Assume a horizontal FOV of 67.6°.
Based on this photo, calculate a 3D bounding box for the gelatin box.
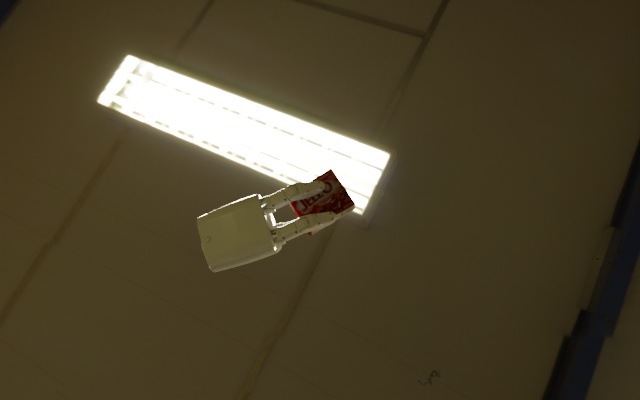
[{"bbox_3d":[0.000,0.002,0.763,0.089,0.073,0.030,-31,-18,-9],"label":"gelatin box"}]
